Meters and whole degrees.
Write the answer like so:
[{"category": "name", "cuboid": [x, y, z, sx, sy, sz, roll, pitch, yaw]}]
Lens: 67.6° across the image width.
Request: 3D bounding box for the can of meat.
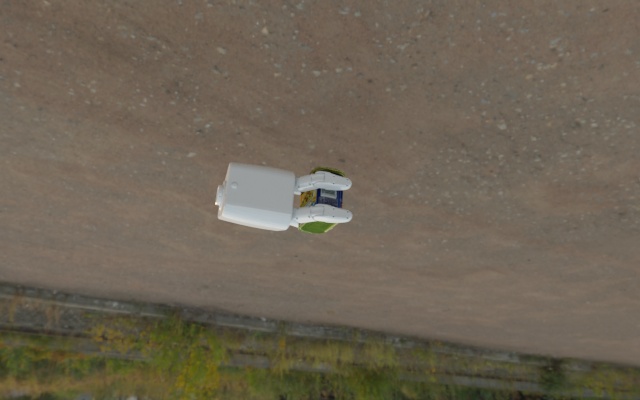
[{"category": "can of meat", "cuboid": [0.000, 0.003, 0.808, 0.057, 0.084, 0.102, 12, -25, -19]}]
